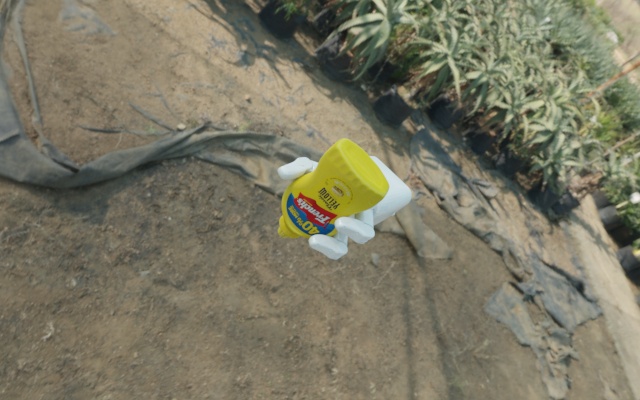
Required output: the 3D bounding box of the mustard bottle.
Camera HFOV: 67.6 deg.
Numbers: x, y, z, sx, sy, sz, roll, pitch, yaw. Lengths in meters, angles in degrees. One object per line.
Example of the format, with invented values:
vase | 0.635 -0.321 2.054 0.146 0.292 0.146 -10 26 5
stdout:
mustard bottle | 0.000 0.002 0.678 0.192 0.096 0.058 -39 9 38
